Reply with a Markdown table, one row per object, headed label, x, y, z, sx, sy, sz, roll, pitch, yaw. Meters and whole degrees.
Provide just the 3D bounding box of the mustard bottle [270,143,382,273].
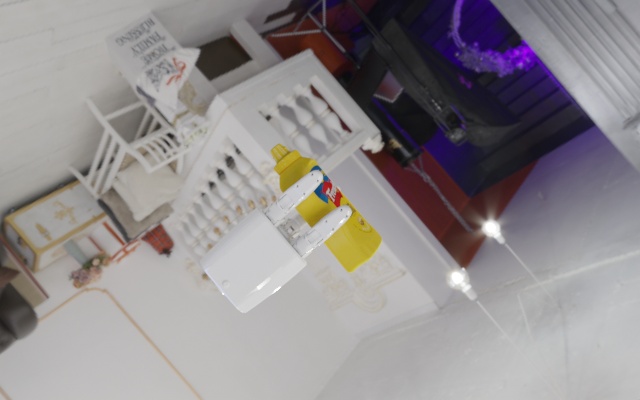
| label | x | y | z | sx | sy | sz | roll | pitch | yaw |
| --- | --- | --- | --- | --- | --- | --- | --- | --- | --- |
| mustard bottle | 0.001 | 0.002 | 0.640 | 0.058 | 0.191 | 0.096 | -40 | 0 | 23 |
